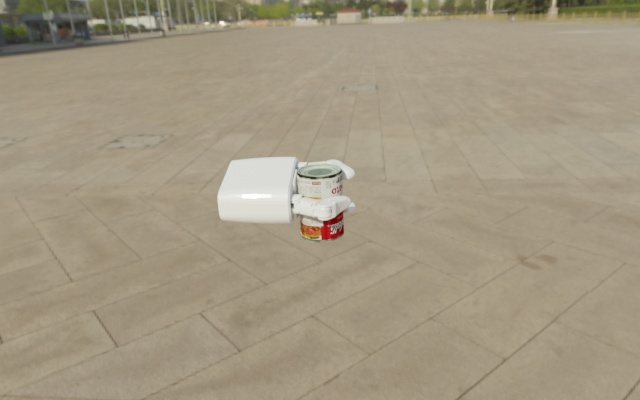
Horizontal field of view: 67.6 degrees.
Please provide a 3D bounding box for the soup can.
[{"bbox_3d":[0.001,0.002,0.712,0.068,0.102,0.068,-2,21,1],"label":"soup can"}]
